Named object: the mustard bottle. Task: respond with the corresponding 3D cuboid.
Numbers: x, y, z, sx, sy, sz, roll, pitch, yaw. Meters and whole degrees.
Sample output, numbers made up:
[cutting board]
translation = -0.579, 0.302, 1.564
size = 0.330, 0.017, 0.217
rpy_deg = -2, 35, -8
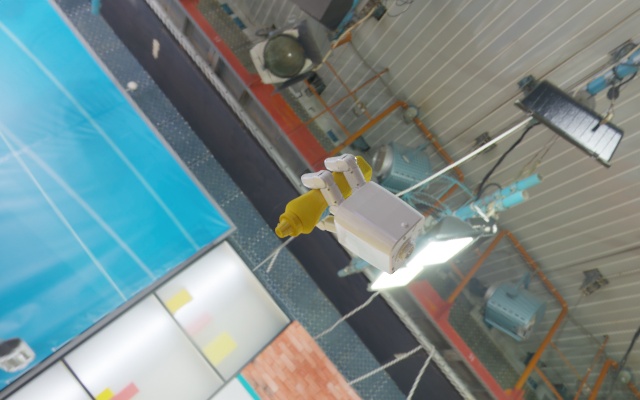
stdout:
[mustard bottle]
translation = 0.000, 0.002, 0.786
size = 0.191, 0.058, 0.096
rpy_deg = -38, -6, -33
